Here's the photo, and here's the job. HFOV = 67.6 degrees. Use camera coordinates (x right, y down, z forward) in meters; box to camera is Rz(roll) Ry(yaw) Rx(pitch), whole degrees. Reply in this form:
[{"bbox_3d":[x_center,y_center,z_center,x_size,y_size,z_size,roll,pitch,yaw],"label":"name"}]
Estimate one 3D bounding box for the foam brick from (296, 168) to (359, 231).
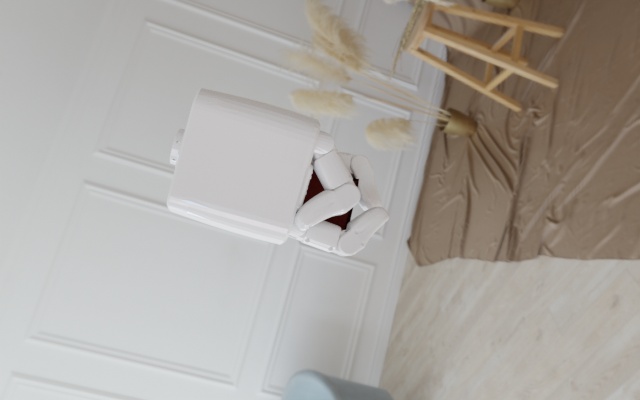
[{"bbox_3d":[0.000,0.002,0.482,0.051,0.053,0.078,15,-11,-9],"label":"foam brick"}]
